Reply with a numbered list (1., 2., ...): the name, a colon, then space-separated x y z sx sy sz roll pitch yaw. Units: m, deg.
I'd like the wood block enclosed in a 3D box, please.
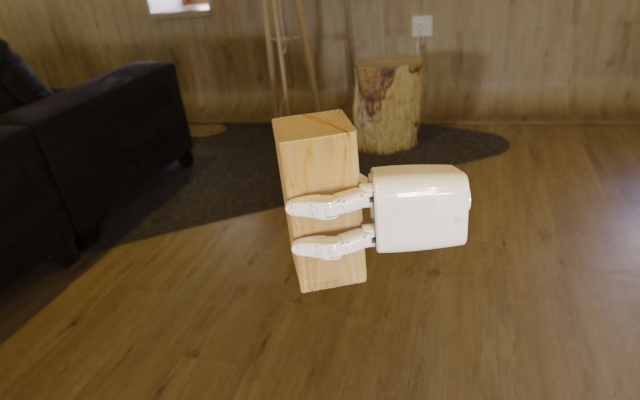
1. wood block: 0.000 0.002 0.603 0.090 0.206 0.090 -9 28 -6
